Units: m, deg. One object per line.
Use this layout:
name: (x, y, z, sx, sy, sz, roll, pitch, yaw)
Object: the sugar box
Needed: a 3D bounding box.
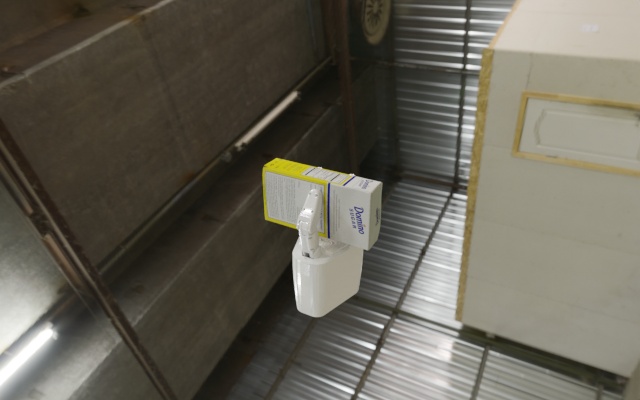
sugar box: (0.000, 0.002, 0.691, 0.176, 0.093, 0.048, 14, 32, 24)
